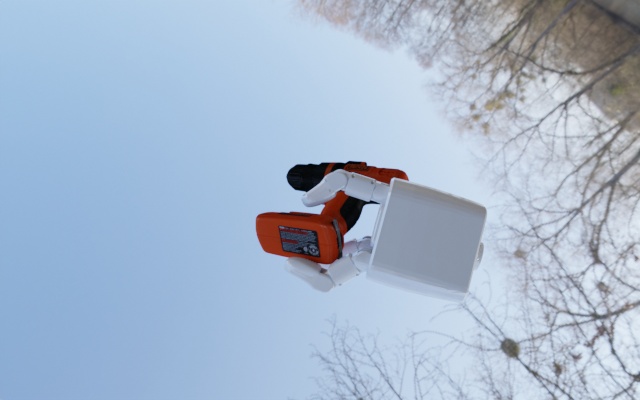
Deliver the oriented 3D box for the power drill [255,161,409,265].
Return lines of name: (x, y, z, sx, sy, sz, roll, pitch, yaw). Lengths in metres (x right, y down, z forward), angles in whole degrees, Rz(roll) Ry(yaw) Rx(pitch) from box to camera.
power drill: (0.000, 0.002, 0.610, 0.184, 0.057, 0.187, 5, 30, 30)
